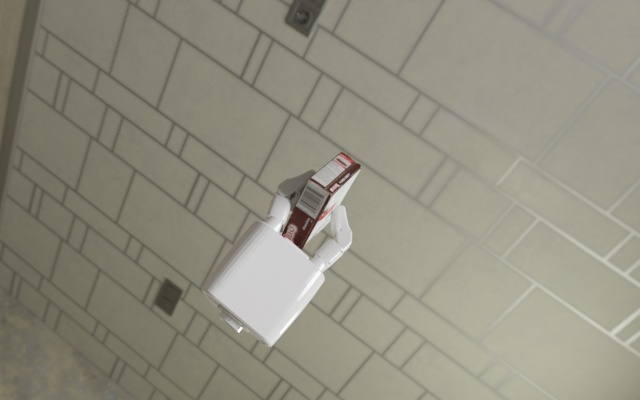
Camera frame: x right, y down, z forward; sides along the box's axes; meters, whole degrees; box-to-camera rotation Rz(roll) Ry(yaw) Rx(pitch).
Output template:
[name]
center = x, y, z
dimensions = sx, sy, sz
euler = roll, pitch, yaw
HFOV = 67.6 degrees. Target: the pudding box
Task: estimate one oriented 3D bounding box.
[pudding box]
center = 0.000, 0.002, 0.627
dimensions = 0.039, 0.114, 0.090
euler = 37, 40, 8
